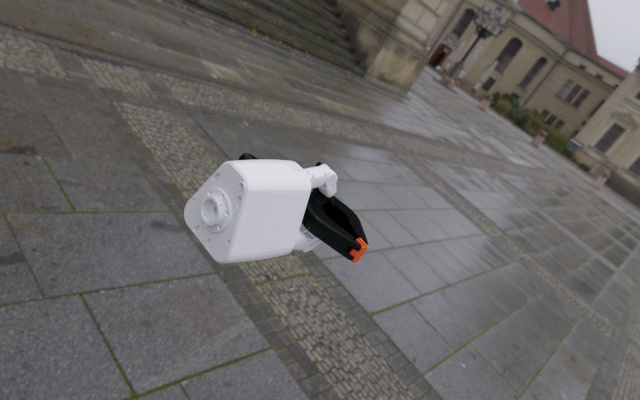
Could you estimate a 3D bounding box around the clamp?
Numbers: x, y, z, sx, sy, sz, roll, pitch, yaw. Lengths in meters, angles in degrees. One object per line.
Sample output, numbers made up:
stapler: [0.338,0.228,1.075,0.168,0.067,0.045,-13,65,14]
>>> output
clamp: [0.001,0.002,0.674,0.210,0.036,0.164,45,29,26]
